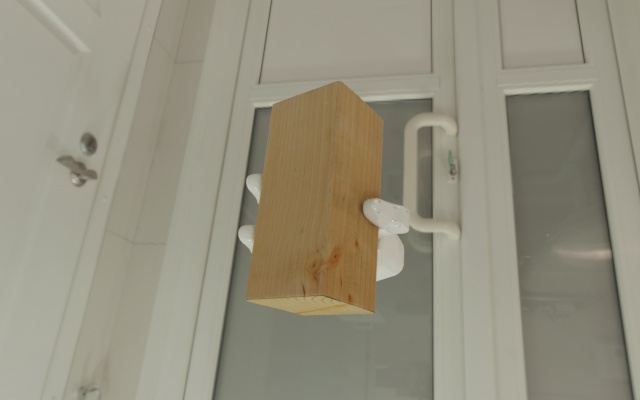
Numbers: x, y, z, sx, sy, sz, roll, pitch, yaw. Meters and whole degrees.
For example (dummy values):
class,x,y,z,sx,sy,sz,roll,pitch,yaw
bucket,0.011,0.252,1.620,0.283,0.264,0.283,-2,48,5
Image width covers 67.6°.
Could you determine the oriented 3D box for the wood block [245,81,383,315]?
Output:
class,x,y,z,sx,sy,sz,roll,pitch,yaw
wood block,0.001,0.002,0.473,0.091,0.206,0.090,-11,-26,35
